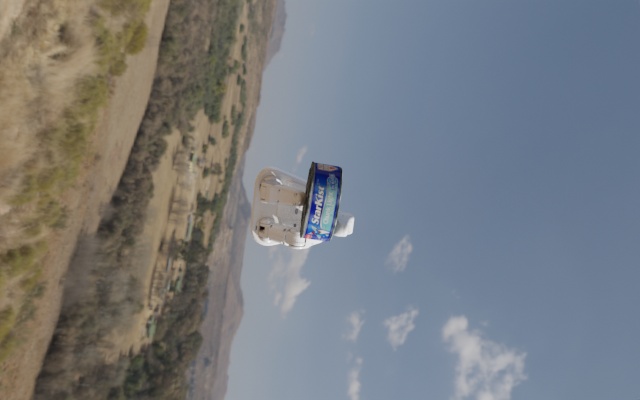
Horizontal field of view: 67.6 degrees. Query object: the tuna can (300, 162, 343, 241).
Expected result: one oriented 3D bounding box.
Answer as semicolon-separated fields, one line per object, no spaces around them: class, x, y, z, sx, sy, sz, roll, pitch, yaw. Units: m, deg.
tuna can;0.001;0.002;0.528;0.034;0.086;0.086;9;-1;-5
